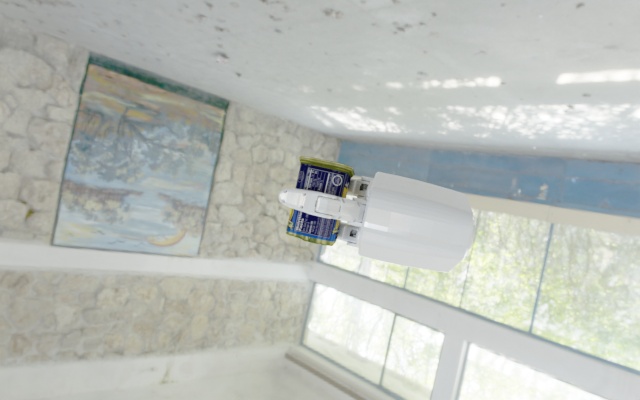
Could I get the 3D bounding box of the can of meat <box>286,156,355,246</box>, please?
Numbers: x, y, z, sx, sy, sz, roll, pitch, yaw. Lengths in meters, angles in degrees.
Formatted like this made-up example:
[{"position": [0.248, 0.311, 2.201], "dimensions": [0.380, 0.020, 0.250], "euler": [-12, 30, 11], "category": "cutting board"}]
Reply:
[{"position": [0.000, 0.002, 0.522], "dimensions": [0.057, 0.084, 0.102], "euler": [12, 0, 5], "category": "can of meat"}]
